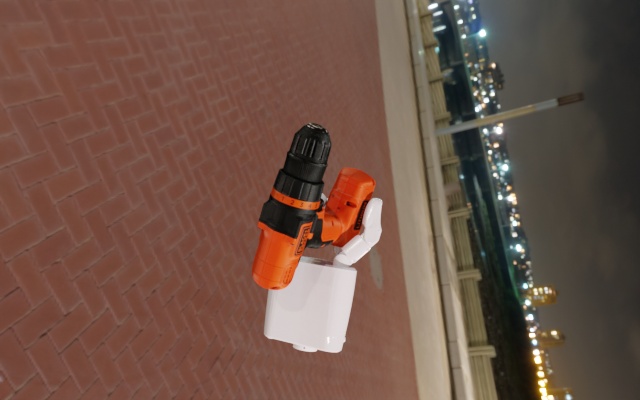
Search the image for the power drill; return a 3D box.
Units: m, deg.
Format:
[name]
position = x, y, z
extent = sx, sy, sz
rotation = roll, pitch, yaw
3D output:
[power drill]
position = 0.000, 0.002, 0.563
extent = 0.057, 0.184, 0.187
rotation = 27, 17, 24
